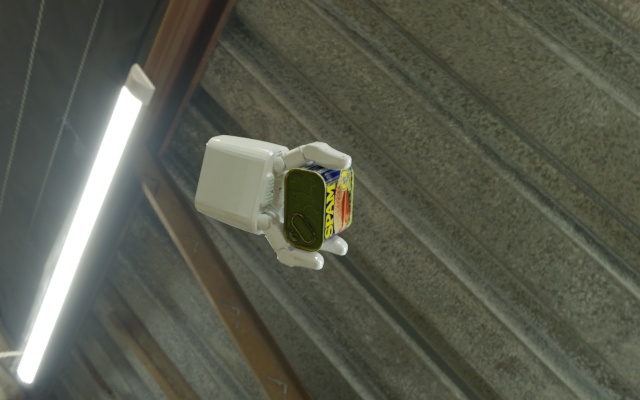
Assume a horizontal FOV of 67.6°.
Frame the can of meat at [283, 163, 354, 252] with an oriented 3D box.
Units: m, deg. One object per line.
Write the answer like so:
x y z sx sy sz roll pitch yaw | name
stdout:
0.000 0.002 0.603 0.057 0.102 0.084 12 21 27 | can of meat
